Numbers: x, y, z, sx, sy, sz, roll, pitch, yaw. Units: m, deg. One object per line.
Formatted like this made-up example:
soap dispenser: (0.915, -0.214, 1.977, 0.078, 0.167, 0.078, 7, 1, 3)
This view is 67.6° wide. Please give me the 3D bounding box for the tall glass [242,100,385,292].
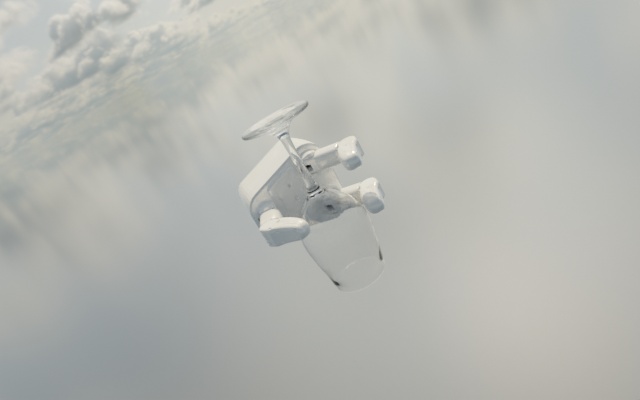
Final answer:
tall glass: (0.000, 0.001, 0.502, 0.079, 0.201, 0.079, -25, 21, 10)
